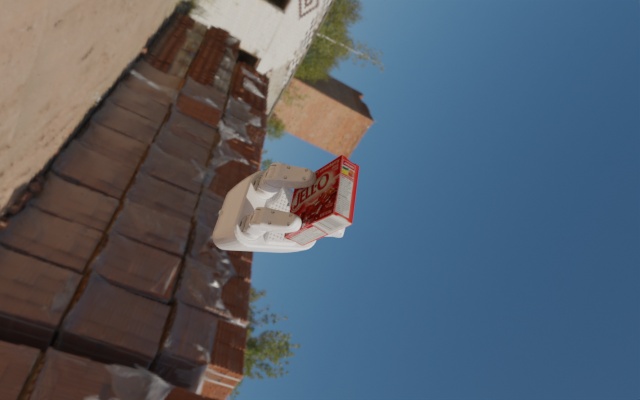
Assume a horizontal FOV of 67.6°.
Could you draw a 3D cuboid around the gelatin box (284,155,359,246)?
[{"bbox_3d":[0.001,0.002,0.520,0.030,0.073,0.089,29,-35,-28],"label":"gelatin box"}]
